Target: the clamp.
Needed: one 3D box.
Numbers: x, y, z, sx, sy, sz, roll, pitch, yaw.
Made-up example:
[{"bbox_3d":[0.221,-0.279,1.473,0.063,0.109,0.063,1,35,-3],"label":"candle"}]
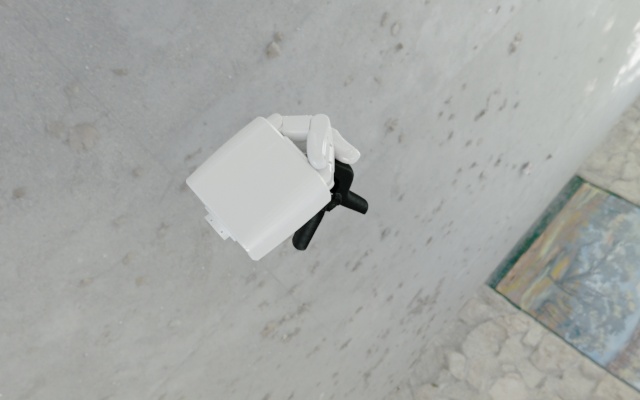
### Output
[{"bbox_3d":[0.001,0.002,0.609,0.039,0.120,0.172,45,-10,32],"label":"clamp"}]
